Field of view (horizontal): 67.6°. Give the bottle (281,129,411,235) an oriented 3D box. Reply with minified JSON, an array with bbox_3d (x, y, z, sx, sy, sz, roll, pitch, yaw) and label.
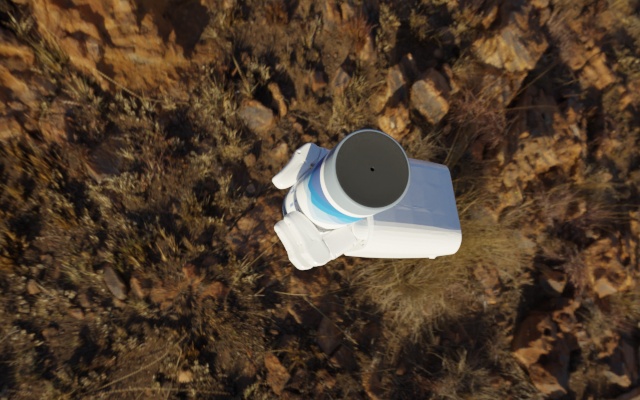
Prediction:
[{"bbox_3d":[0.000,0.002,0.511,0.069,0.069,0.296,0,-10,-16],"label":"bottle"}]
